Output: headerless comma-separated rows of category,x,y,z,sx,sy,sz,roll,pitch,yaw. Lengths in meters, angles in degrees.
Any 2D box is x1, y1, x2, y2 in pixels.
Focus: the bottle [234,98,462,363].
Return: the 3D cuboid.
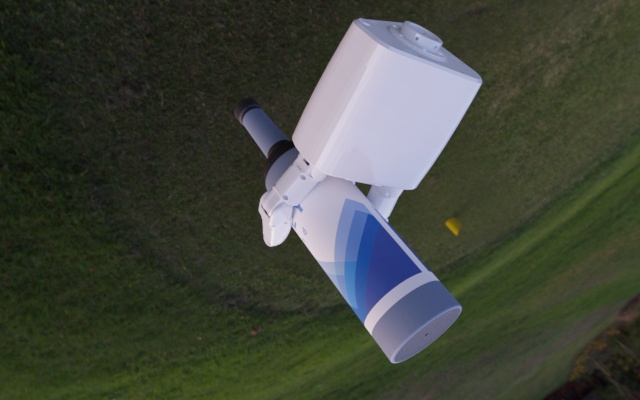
bottle,0.000,0.002,0.428,0.069,0.069,0.295,0,42,-46
